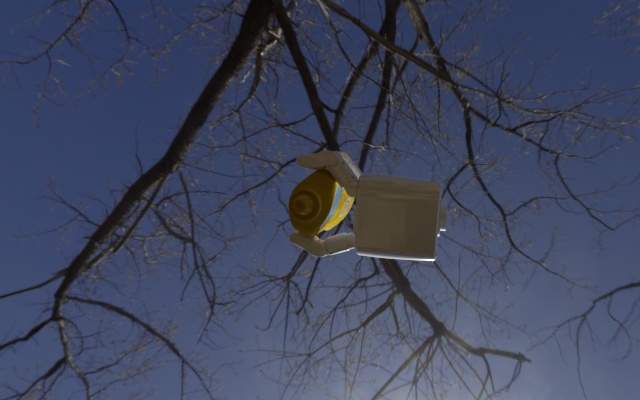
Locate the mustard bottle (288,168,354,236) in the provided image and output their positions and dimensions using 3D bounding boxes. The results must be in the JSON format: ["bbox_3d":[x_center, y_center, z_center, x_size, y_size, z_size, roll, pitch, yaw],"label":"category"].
[{"bbox_3d":[0.000,0.002,0.674,0.058,0.096,0.191,29,10,12],"label":"mustard bottle"}]
